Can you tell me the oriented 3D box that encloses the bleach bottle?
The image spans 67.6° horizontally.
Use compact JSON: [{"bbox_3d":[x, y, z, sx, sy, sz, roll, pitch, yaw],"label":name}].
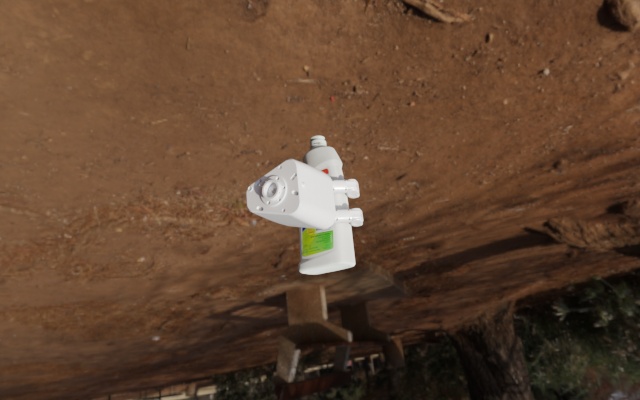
[{"bbox_3d":[0.000,0.003,0.878,0.102,0.250,0.068,-16,-20,28],"label":"bleach bottle"}]
